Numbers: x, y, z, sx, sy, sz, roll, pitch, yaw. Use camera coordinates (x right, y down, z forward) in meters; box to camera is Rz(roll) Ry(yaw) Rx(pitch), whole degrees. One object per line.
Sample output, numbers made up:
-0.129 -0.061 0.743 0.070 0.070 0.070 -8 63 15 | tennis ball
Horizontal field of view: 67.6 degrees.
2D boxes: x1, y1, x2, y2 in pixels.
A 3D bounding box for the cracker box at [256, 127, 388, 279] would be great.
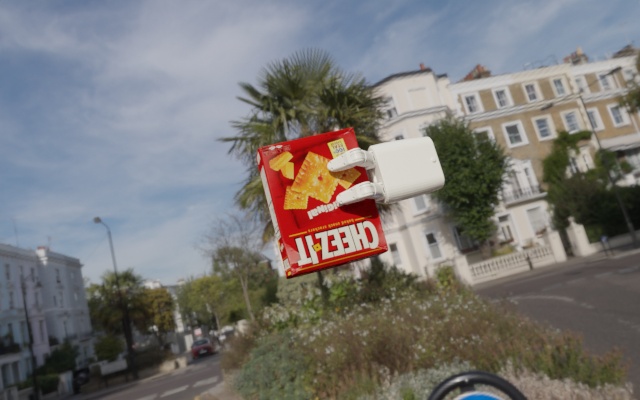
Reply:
0.000 0.002 0.778 0.164 0.213 0.072 -13 -11 -12 | cracker box
